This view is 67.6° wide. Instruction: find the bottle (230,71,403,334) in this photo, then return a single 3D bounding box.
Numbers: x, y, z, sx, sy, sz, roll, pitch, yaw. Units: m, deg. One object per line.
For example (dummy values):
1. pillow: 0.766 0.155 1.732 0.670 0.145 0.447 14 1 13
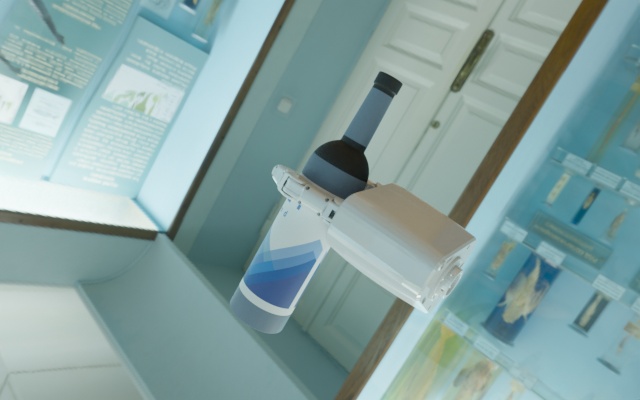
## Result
1. bottle: 0.000 0.002 0.508 0.069 0.296 0.069 29 10 -5
